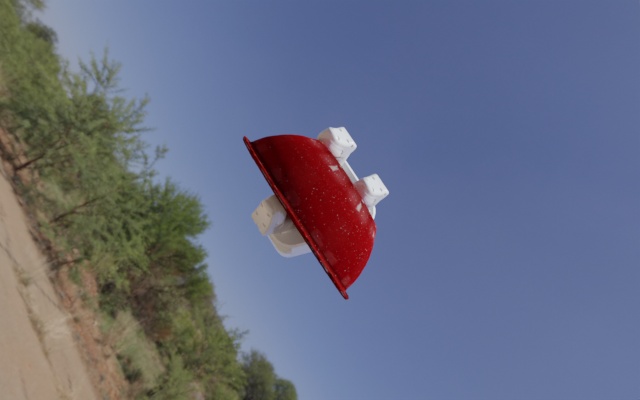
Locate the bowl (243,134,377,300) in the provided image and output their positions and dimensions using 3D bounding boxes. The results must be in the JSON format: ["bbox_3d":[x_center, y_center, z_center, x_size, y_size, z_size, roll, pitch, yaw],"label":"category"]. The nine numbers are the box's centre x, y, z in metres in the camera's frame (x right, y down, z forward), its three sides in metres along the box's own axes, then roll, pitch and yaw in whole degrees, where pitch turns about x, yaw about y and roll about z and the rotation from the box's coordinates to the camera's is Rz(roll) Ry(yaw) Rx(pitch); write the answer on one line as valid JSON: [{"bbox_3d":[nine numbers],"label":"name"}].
[{"bbox_3d":[0.001,0.001,0.406,0.055,0.162,0.162,-33,1,-2],"label":"bowl"}]
